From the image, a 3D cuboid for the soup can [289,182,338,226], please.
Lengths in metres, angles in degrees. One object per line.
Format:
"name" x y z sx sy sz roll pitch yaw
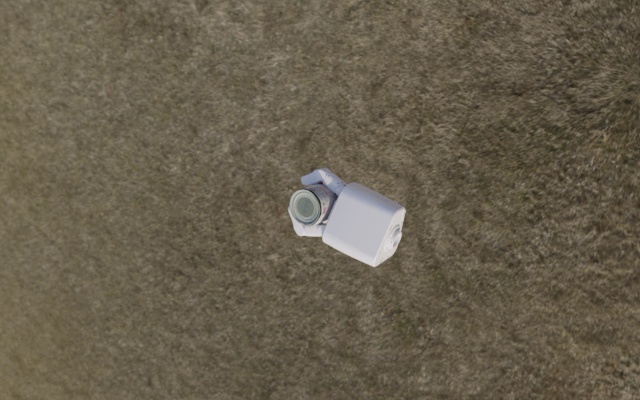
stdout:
"soup can" 0.000 0.003 0.861 0.068 0.068 0.102 0 11 34
